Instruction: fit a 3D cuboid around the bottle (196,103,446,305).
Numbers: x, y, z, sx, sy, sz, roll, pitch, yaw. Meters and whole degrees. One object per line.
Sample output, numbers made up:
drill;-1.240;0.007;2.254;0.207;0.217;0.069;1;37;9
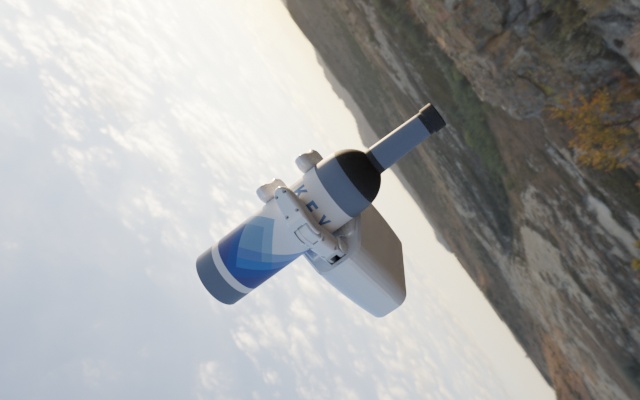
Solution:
bottle;0.000;0.002;0.498;0.296;0.069;0.069;-37;-9;13
